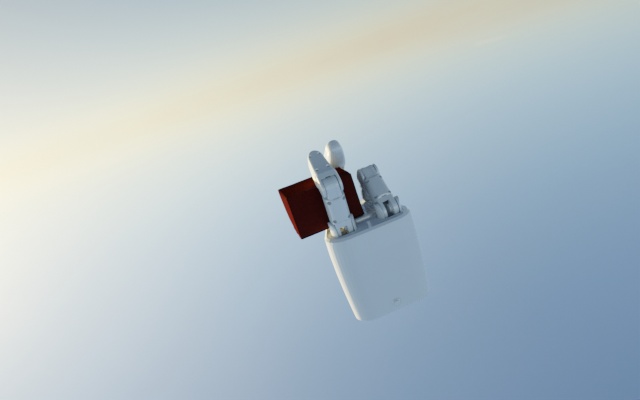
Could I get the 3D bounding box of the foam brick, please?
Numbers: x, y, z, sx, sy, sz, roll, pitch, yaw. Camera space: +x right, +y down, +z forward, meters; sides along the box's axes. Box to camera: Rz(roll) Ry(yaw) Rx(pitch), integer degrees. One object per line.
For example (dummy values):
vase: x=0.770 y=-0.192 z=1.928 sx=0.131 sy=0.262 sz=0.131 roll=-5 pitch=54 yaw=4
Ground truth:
foam brick: x=0.000 y=0.002 z=0.536 sx=0.078 sy=0.051 sz=0.053 roll=-21 pitch=17 yaw=-8
